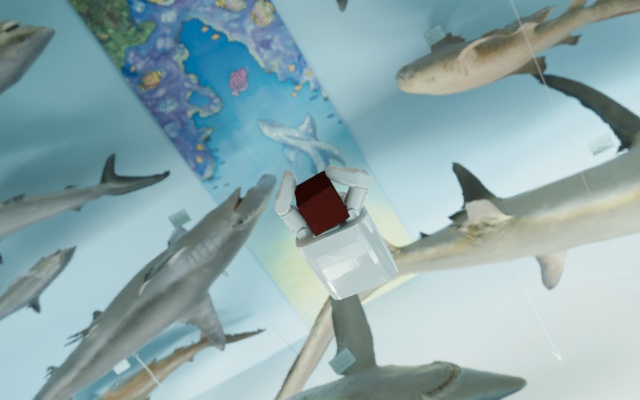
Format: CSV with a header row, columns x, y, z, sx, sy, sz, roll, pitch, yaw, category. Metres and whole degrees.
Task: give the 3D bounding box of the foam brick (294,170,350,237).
x,y,z,sx,sy,sz,roll,pitch,yaw,category
0.000,0.002,0.628,0.053,0.051,0.078,-29,19,4,foam brick
